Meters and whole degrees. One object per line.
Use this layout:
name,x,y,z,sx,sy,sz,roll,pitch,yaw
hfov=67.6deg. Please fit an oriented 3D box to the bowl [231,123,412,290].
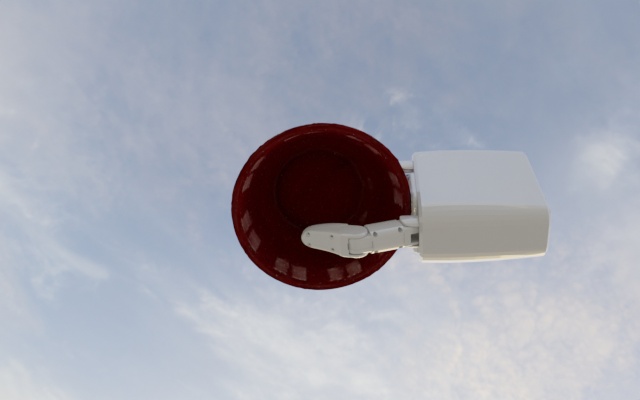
bowl,-0.001,0.001,0.449,0.162,0.162,0.055,0,22,-4
